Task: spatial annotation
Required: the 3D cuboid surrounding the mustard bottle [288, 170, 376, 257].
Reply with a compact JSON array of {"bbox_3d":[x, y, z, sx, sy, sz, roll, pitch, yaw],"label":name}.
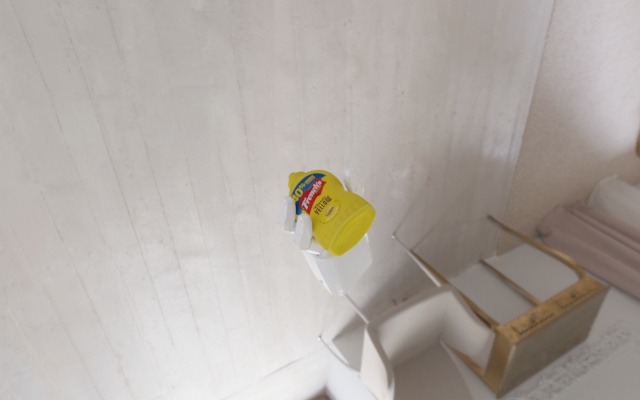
[{"bbox_3d":[0.000,0.002,0.776,0.058,0.096,0.191,37,3,-44],"label":"mustard bottle"}]
